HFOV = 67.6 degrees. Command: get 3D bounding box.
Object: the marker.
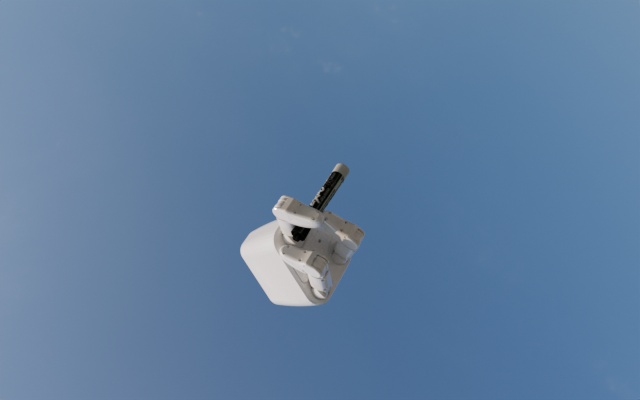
[{"bbox_3d":[0.000,0.002,0.575,0.020,0.121,0.020,24,-33,16],"label":"marker"}]
